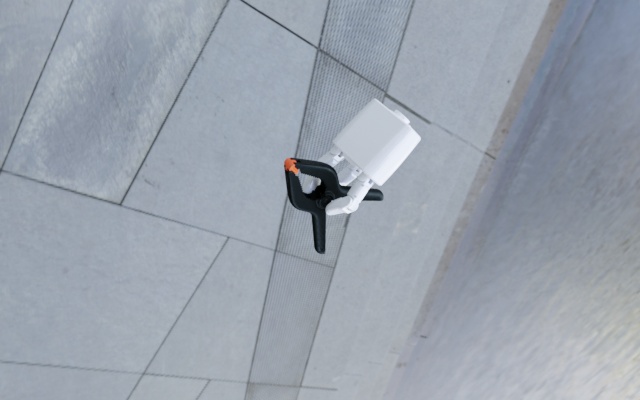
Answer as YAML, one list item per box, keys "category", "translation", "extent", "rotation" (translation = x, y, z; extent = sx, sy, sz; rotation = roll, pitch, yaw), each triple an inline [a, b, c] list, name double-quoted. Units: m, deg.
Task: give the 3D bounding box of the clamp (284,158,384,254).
- category: "clamp"
  translation: [0.000, 0.003, 0.838]
  extent: [0.210, 0.164, 0.036]
  rotation: [35, 10, -39]
